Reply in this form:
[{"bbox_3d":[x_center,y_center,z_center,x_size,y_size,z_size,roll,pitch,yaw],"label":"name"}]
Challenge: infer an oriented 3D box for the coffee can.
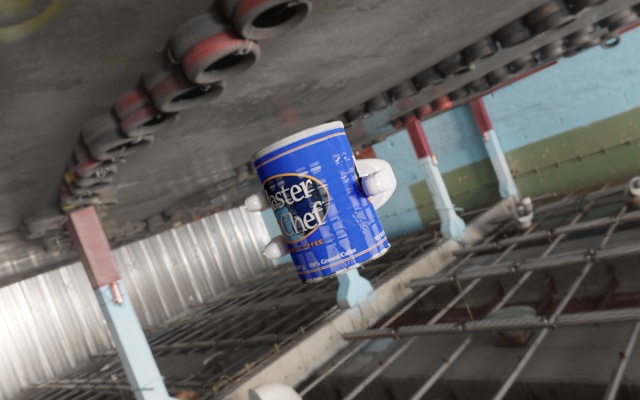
[{"bbox_3d":[0.000,0.001,0.500,0.103,0.140,0.103,-22,1,0],"label":"coffee can"}]
